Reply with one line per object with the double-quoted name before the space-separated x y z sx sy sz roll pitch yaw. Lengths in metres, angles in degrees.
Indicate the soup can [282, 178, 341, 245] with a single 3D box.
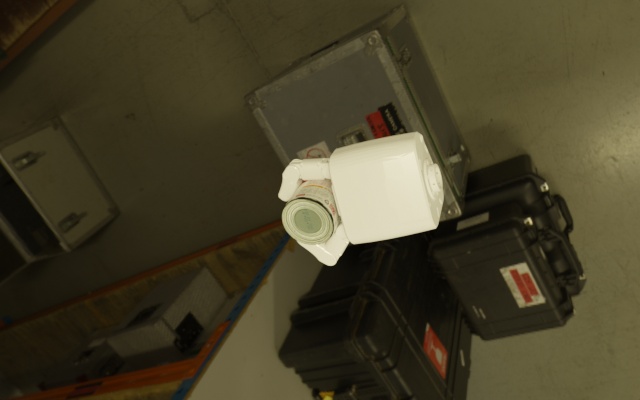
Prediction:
"soup can" 0.000 0.002 0.607 0.068 0.068 0.102 0 29 21
